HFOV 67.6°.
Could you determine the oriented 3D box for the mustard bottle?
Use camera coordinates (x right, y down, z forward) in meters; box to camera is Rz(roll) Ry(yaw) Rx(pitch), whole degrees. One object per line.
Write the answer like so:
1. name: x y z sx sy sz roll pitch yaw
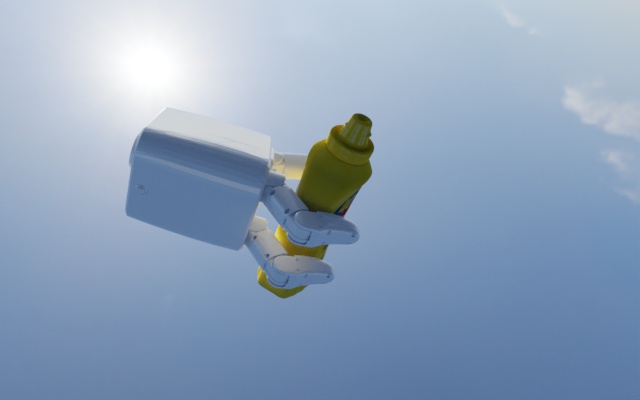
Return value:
1. mustard bottle: 0.000 0.002 0.447 0.058 0.192 0.096 32 37 8
